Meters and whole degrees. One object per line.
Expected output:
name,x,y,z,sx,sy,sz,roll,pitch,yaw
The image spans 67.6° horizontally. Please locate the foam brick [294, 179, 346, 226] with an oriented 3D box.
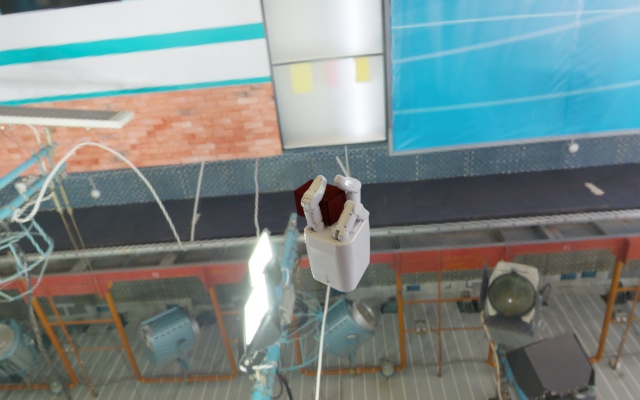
foam brick,0.000,0.003,0.841,0.078,0.051,0.053,18,39,38
